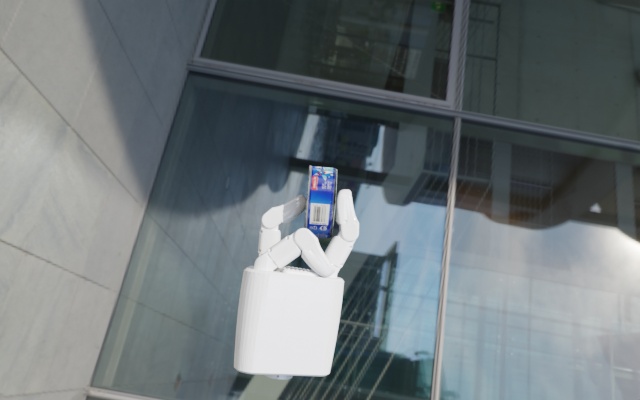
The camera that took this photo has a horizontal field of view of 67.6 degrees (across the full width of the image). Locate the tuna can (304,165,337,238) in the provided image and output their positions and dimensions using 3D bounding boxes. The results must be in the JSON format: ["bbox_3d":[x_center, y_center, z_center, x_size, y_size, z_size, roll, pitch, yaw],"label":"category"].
[{"bbox_3d":[0.001,0.002,0.573,0.034,0.086,0.086,5,0,0],"label":"tuna can"}]
